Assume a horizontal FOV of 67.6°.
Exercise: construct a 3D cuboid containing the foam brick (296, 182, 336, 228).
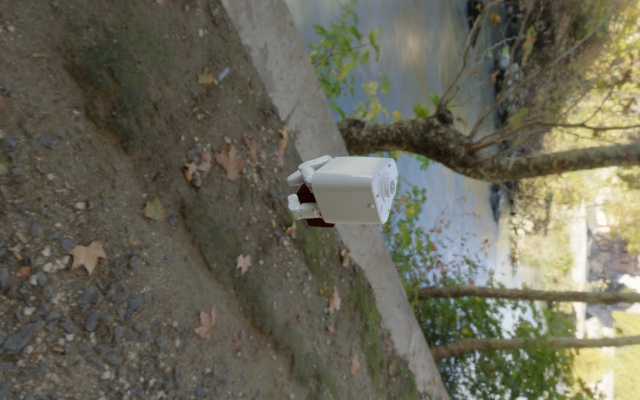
[{"bbox_3d":[0.000,0.003,0.846,0.051,0.078,0.053,2,40,28],"label":"foam brick"}]
